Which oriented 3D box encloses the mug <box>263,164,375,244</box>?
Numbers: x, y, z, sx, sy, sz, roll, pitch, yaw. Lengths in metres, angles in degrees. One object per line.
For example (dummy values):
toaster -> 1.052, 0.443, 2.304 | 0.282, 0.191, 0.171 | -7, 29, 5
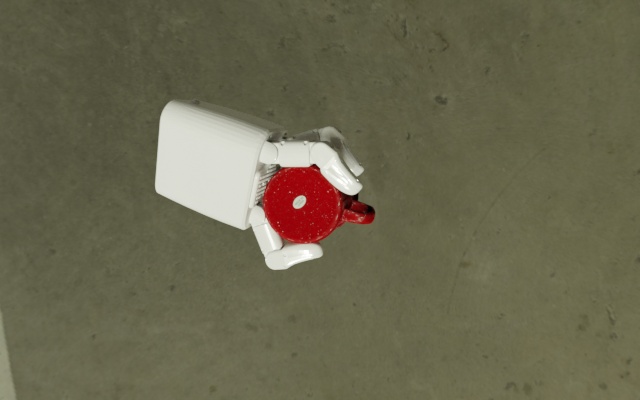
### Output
mug -> 0.001, 0.002, 0.500 | 0.117, 0.093, 0.081 | 20, 14, 8
